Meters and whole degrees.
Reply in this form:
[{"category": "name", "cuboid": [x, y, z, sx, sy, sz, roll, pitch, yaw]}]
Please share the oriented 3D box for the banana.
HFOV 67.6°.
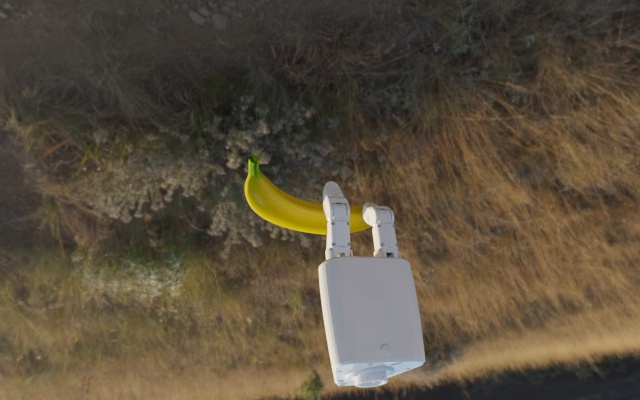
[{"category": "banana", "cuboid": [-0.014, 0.010, 0.566, 0.198, 0.037, 0.070, 21, -44, -33]}]
